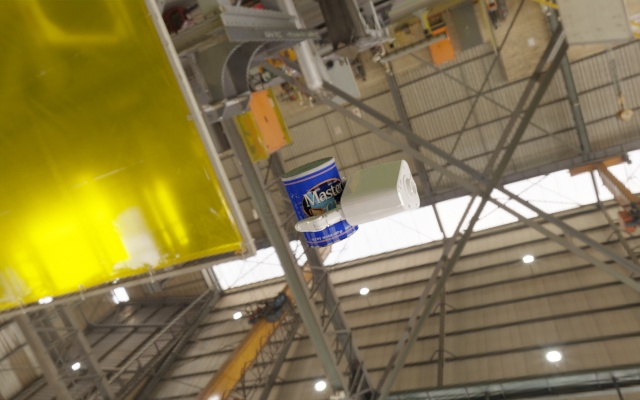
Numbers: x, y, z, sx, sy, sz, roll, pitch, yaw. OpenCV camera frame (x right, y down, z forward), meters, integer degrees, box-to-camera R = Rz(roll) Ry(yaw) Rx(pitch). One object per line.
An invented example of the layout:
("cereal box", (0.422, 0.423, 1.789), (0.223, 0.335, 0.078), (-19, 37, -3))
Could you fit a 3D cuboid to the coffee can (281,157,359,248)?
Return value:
("coffee can", (0.000, 0.003, 0.881), (0.103, 0.140, 0.102), (-20, 11, 4))
